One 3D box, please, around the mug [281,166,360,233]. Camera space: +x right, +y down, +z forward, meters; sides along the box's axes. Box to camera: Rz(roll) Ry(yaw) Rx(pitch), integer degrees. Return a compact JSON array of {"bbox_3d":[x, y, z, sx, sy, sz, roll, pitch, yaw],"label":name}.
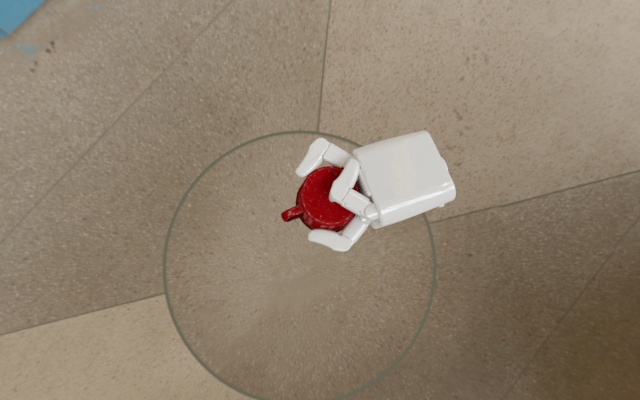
[{"bbox_3d":[-0.001,0.003,0.669,0.117,0.093,0.081,-19,-6,-5],"label":"mug"}]
